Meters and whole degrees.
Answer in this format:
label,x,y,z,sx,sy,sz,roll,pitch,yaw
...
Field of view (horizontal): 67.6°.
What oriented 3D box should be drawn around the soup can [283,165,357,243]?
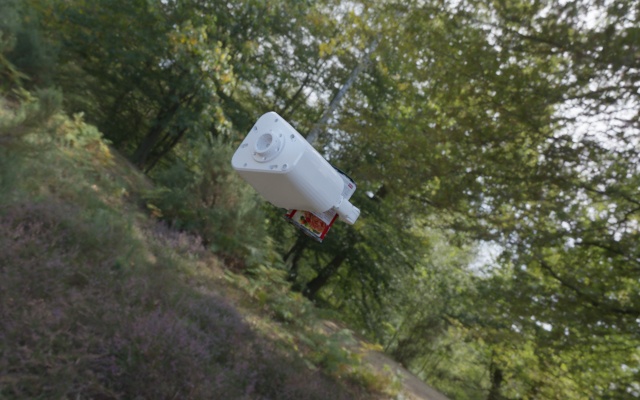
label,x,y,z,sx,sy,sz,roll,pitch,yaw
soup can,0.001,0.002,0.717,0.068,0.102,0.068,33,-8,5
